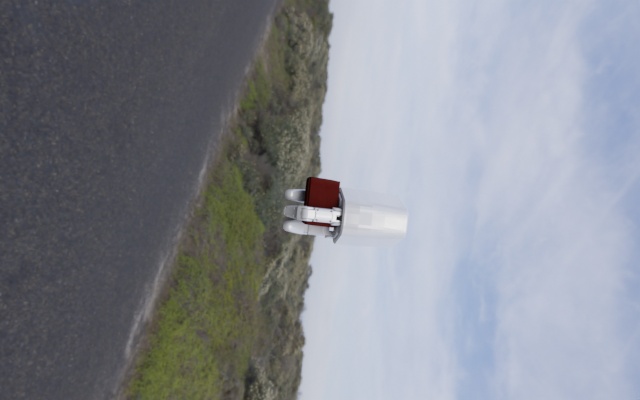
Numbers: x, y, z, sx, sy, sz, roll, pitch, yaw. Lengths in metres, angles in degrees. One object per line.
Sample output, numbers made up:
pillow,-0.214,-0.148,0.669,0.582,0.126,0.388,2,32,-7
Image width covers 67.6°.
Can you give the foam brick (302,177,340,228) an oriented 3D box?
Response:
foam brick,0.000,0.002,0.789,0.051,0.078,0.053,6,1,-7
